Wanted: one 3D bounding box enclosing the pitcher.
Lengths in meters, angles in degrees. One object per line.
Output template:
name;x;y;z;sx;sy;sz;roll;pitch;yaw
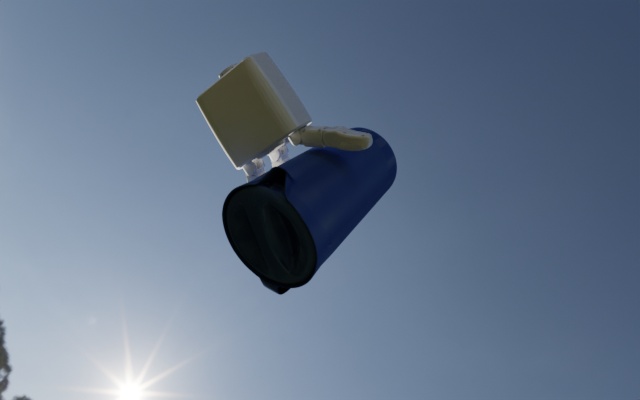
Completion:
pitcher;0.000;0.002;0.619;0.149;0.145;0.242;-28;7;43
